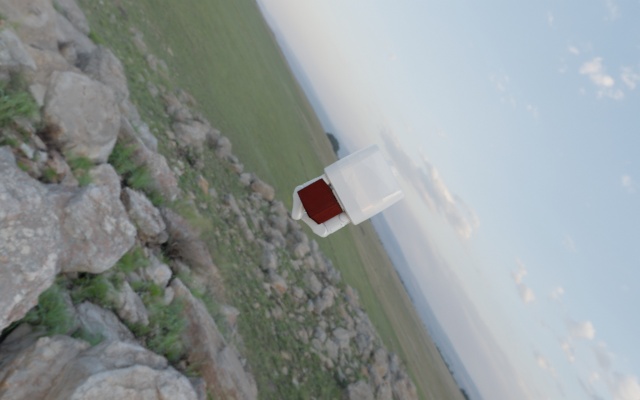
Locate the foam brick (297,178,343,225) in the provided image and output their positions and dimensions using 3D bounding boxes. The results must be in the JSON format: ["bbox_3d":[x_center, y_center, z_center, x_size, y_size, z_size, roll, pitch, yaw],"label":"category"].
[{"bbox_3d":[0.000,0.003,0.827,0.051,0.053,0.078,-28,-16,5],"label":"foam brick"}]
